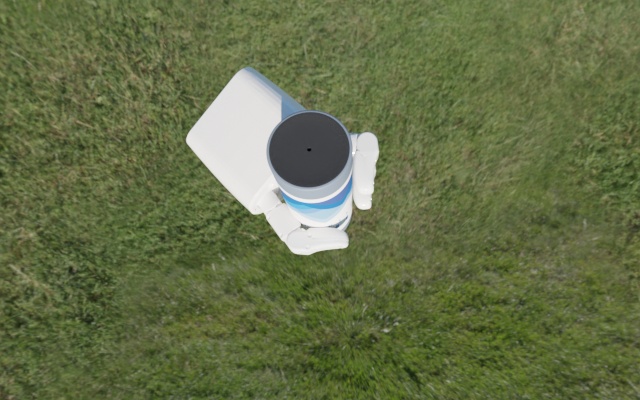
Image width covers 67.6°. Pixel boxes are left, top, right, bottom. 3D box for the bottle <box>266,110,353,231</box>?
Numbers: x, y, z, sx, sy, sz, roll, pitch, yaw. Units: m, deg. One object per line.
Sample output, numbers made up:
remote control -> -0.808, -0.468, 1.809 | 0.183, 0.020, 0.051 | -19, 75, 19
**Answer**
bottle -> 0.000, 0.002, 0.504 | 0.069, 0.069, 0.296 | 0, -16, 4
